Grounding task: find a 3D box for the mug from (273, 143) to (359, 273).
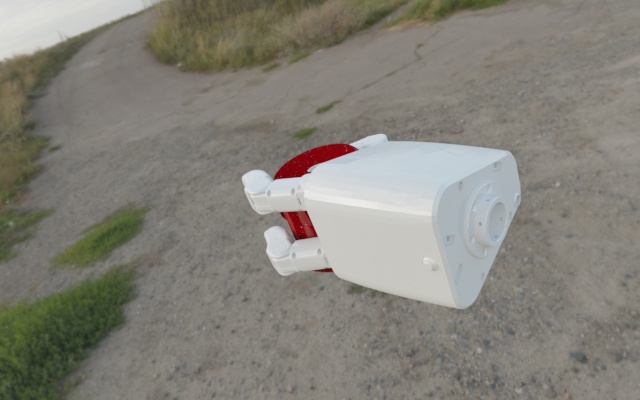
[{"bbox_3d":[-0.001,0.001,0.431,0.117,0.081,0.093,9,40,44],"label":"mug"}]
